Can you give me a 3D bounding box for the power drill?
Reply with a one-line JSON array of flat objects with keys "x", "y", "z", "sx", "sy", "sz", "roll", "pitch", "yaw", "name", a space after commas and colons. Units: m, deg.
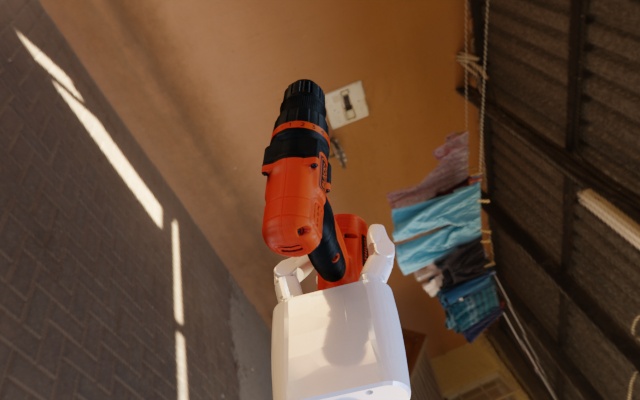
[{"x": 0.000, "y": 0.002, "z": 0.463, "sx": 0.057, "sy": 0.184, "sz": 0.188, "roll": -8, "pitch": -38, "yaw": 17, "name": "power drill"}]
